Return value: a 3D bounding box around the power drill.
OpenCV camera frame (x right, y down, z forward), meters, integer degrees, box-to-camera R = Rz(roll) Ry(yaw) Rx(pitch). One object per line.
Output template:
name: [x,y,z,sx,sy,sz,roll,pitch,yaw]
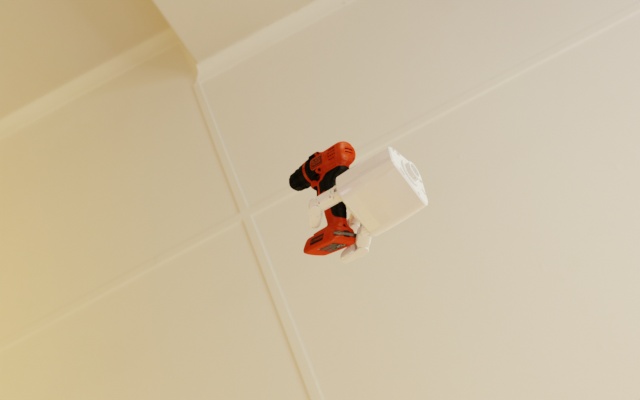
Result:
power drill: [0.000,0.003,0.883,0.057,0.187,0.184,8,-22,-33]
